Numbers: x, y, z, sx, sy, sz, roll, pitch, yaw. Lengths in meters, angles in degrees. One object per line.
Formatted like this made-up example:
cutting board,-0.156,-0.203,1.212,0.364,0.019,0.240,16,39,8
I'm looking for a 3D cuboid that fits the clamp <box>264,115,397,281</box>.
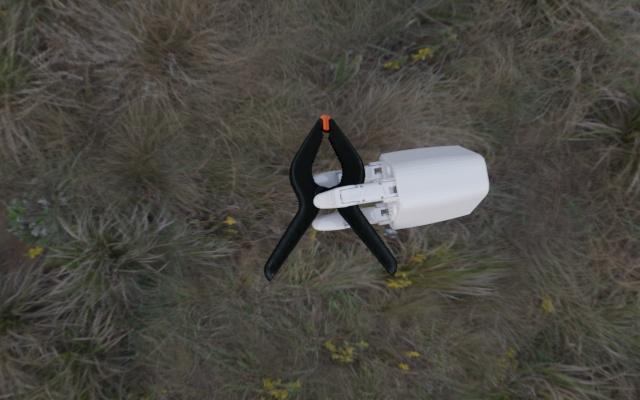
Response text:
clamp,0.000,0.001,0.594,0.164,0.210,0.036,-9,-2,-4
